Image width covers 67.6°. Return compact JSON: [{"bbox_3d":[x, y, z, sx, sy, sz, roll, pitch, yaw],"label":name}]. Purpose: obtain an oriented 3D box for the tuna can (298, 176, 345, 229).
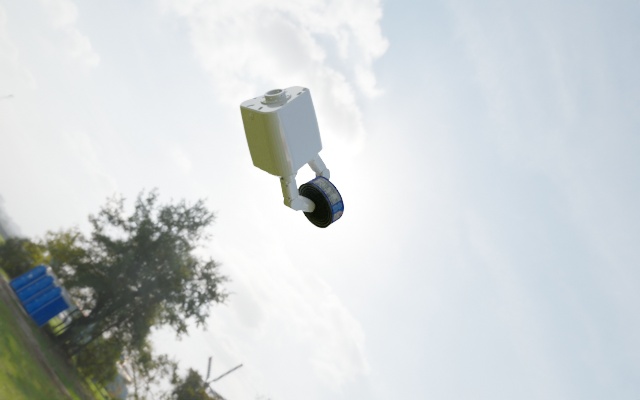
[{"bbox_3d":[0.001,0.002,0.810,0.033,0.086,0.086,-31,18,-34],"label":"tuna can"}]
